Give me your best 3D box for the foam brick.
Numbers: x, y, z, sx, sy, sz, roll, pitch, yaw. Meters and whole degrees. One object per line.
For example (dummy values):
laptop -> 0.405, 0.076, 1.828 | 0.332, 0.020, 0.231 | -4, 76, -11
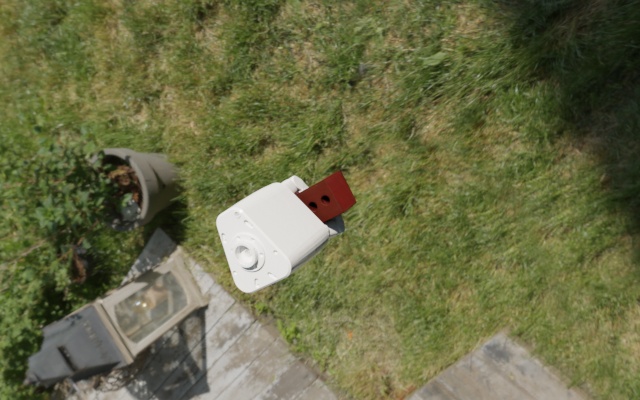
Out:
foam brick -> 0.000, 0.002, 0.662 | 0.078, 0.053, 0.051 | -28, 2, 30
